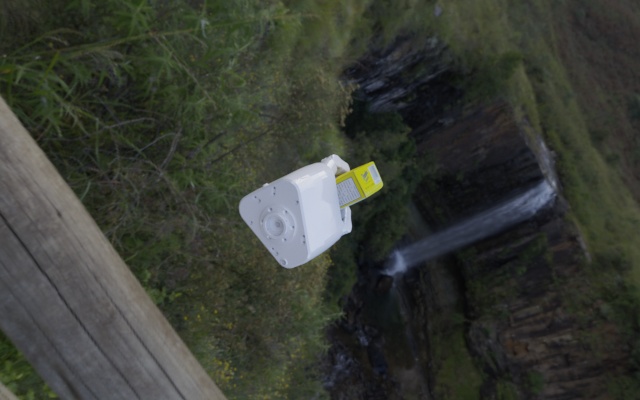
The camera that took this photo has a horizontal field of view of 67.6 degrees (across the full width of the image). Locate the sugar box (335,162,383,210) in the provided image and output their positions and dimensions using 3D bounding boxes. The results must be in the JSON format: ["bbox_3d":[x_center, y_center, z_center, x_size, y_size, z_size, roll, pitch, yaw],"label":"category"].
[{"bbox_3d":[0.000,0.002,0.715,0.176,0.048,0.093,-24,2,26],"label":"sugar box"}]
